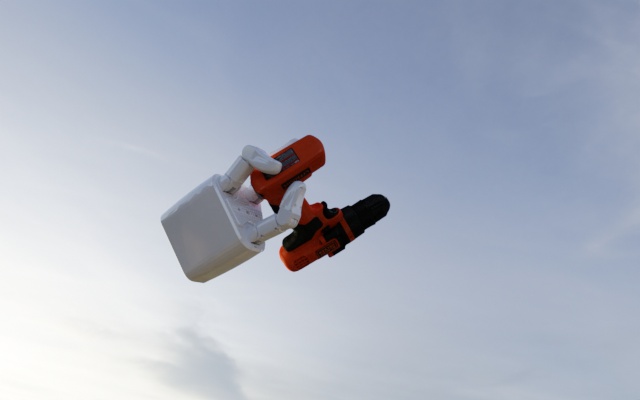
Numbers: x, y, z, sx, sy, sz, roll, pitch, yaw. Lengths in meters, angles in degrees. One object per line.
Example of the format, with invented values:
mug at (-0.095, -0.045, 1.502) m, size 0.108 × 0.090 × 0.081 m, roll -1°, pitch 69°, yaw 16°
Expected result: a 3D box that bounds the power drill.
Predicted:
power drill at (0.000, 0.002, 0.670) m, size 0.184 × 0.188 × 0.057 m, roll -32°, pitch 41°, yaw -4°
